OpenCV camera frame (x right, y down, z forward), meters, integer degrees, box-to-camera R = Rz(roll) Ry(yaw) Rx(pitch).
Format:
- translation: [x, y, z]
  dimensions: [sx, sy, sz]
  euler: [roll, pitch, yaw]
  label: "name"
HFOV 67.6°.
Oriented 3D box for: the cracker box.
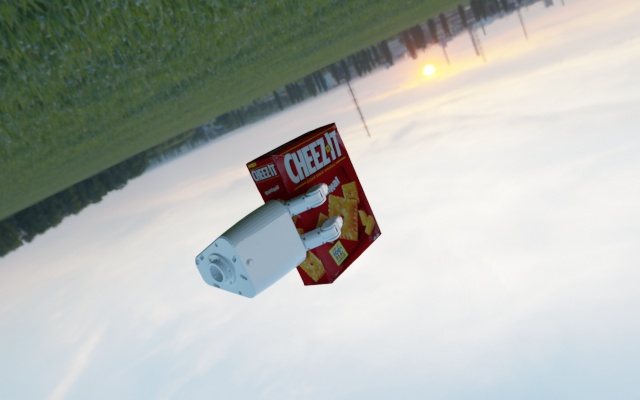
- translation: [0.000, 0.003, 0.762]
  dimensions: [0.072, 0.214, 0.164]
  euler: [-13, 16, 42]
  label: "cracker box"
